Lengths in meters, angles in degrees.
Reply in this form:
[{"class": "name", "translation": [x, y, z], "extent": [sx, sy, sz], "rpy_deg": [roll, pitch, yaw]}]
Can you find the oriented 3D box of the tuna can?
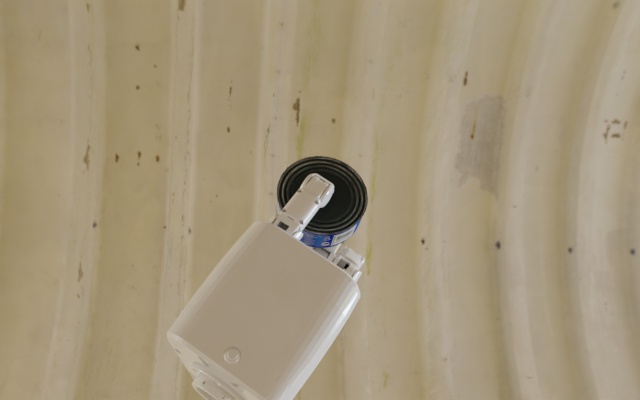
[{"class": "tuna can", "translation": [0.000, 0.002, 0.458], "extent": [0.086, 0.086, 0.034], "rpy_deg": [0, -31, -9]}]
